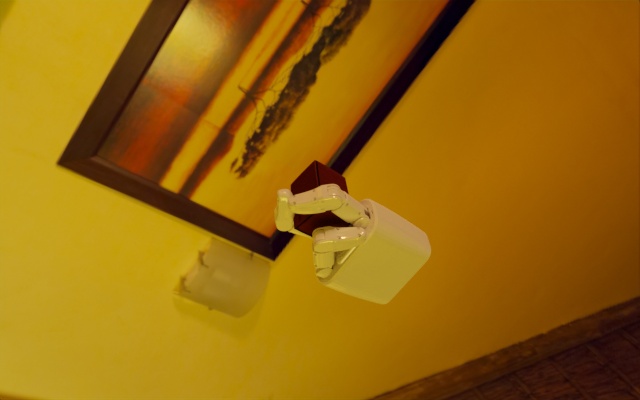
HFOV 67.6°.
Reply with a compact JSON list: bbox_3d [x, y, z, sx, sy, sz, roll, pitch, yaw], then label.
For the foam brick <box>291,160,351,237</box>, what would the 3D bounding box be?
[{"bbox_3d":[0.000,0.002,0.584,0.051,0.078,0.053,26,-52,-32],"label":"foam brick"}]
